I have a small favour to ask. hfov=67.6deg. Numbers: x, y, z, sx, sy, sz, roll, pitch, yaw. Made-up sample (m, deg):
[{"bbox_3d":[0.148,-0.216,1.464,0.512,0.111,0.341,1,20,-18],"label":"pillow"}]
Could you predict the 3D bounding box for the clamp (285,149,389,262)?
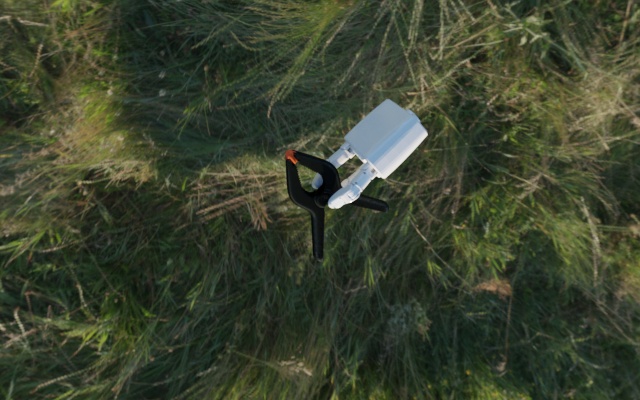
[{"bbox_3d":[0.000,0.002,0.835,0.210,0.164,0.036,44,5,-23],"label":"clamp"}]
